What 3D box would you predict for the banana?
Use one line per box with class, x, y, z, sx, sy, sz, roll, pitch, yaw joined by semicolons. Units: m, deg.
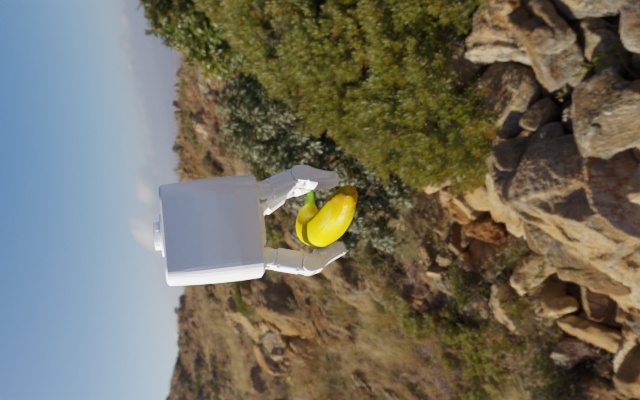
banana;-0.001;0.020;0.550;0.037;0.069;0.198;0;0;-15
